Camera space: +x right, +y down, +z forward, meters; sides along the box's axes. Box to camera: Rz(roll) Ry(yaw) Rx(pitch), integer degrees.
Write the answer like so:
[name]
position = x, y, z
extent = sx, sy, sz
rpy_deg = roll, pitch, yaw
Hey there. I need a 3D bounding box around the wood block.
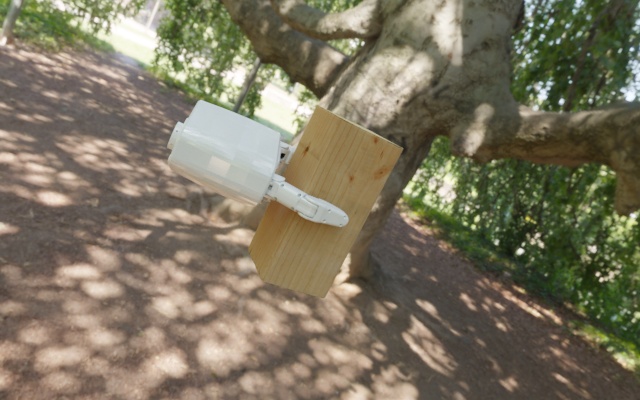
[wood block]
position = 0.000, 0.002, 0.585
extent = 0.090, 0.206, 0.090
rpy_deg = 21, 12, -26
